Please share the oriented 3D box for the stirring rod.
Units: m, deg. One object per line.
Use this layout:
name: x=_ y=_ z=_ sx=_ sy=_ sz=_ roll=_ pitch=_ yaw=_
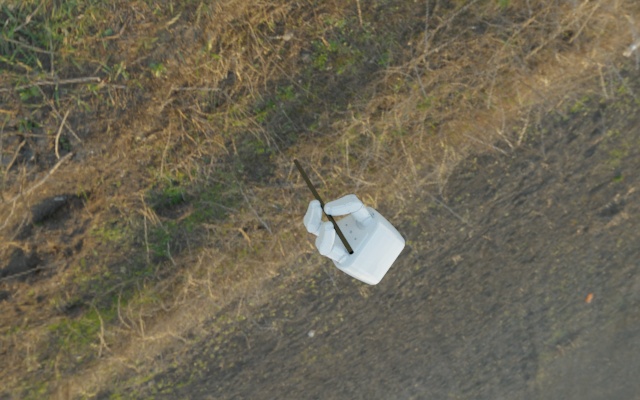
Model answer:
stirring rod: x=0.000 y=0.003 z=0.785 sx=0.011 sy=0.011 sz=0.239 roll=0 pitch=38 yaw=-29
